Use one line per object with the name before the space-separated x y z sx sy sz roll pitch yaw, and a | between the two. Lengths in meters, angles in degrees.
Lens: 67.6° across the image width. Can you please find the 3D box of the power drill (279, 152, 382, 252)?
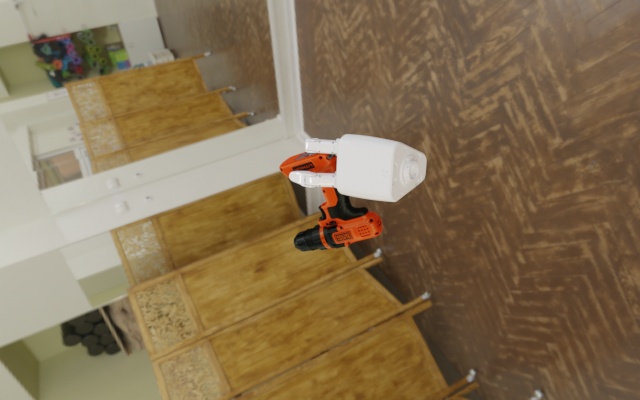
power drill | 0.000 0.002 0.867 0.184 0.188 0.057 -17 20 28
